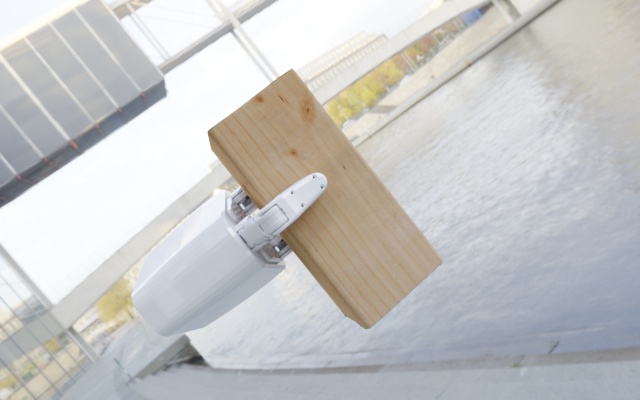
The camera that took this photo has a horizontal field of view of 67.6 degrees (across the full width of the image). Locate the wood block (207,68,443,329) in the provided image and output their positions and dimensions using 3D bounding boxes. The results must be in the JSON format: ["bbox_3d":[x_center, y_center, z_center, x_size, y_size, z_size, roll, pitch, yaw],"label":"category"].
[{"bbox_3d":[0.000,0.002,0.430,0.090,0.206,0.091,-39,4,-11],"label":"wood block"}]
